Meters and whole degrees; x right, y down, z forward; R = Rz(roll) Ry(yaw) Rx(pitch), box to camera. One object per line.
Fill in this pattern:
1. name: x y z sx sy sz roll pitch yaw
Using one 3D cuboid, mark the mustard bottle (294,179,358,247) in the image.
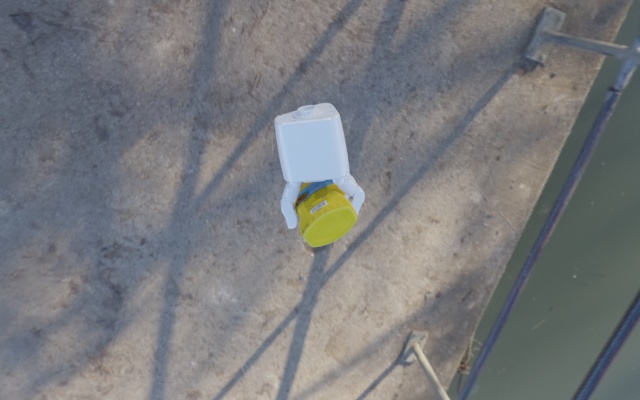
1. mustard bottle: 0.000 0.003 0.858 0.096 0.058 0.191 -34 27 7
